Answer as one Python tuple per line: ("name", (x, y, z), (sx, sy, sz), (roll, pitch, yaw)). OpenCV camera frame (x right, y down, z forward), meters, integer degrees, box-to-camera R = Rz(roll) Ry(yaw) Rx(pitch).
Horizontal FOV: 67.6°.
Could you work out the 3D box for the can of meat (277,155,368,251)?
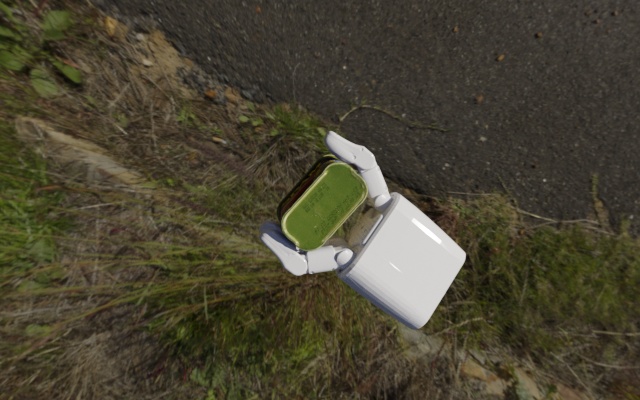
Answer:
("can of meat", (0.000, 0.002, 0.515), (0.057, 0.102, 0.084), (41, 2, -9))
